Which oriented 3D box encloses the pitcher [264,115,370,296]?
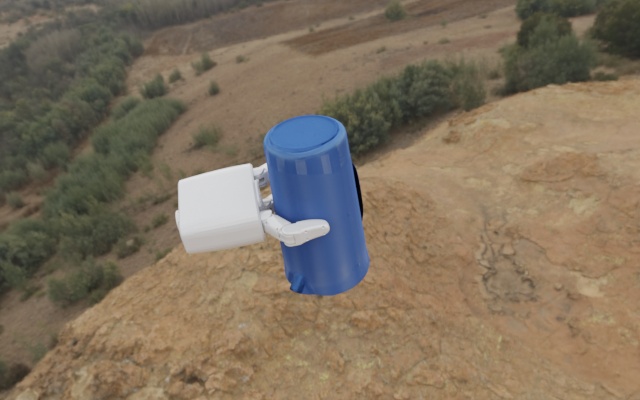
[{"bbox_3d":[0.000,0.002,0.683,0.145,0.243,0.149,-12,36,-4],"label":"pitcher"}]
